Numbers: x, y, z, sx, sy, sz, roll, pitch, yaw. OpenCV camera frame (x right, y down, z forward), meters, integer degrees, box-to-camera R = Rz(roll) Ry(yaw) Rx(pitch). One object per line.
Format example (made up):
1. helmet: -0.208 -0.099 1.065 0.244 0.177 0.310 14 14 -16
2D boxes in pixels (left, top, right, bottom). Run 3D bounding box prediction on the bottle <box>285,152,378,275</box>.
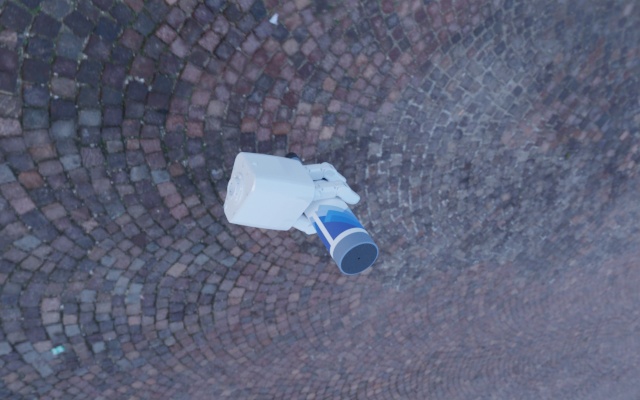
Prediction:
1. bottle: 0.000 0.003 0.824 0.069 0.069 0.295 0 35 -29
